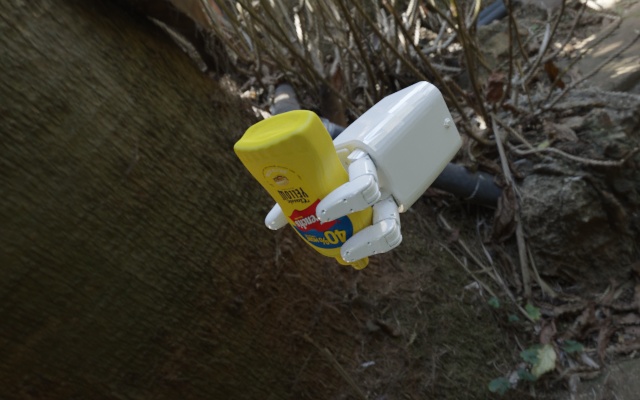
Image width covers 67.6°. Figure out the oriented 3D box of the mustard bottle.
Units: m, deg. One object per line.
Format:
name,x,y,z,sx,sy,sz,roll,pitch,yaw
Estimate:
mustard bottle,0.000,0.002,0.489,0.096,0.192,0.058,-7,39,39
